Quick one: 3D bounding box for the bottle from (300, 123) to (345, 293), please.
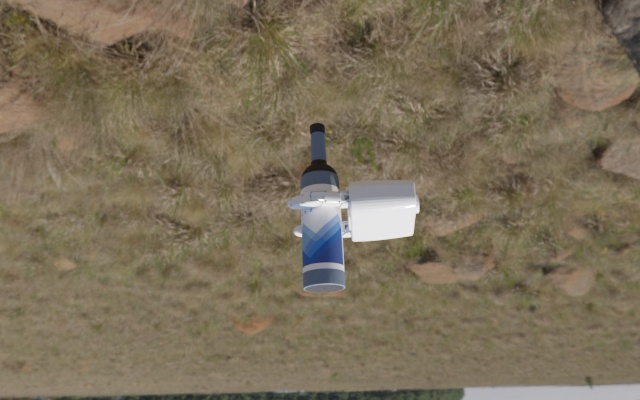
[{"bbox_3d":[0.000,0.003,0.806,0.069,0.295,0.069,-2,-22,-1],"label":"bottle"}]
